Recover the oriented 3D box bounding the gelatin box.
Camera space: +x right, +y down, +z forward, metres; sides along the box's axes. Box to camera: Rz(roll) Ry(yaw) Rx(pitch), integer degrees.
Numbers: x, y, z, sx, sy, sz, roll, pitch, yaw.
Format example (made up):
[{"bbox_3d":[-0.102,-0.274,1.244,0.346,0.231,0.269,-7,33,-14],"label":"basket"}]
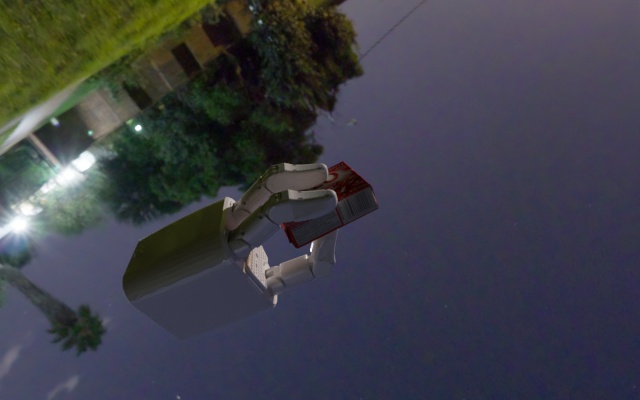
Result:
[{"bbox_3d":[0.001,0.002,0.461,0.089,0.030,0.073,-26,27,-7],"label":"gelatin box"}]
